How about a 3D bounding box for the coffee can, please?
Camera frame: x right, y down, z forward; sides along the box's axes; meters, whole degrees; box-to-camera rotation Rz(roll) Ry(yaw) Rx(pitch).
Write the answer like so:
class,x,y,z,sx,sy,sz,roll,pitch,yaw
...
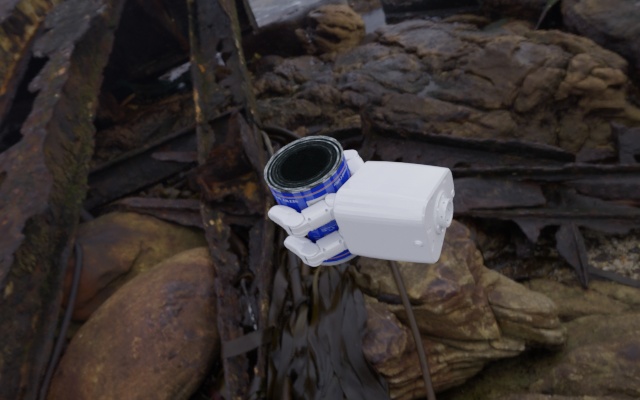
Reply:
class,x,y,z,sx,sy,sz,roll,pitch,yaw
coffee can,0.000,0.002,0.624,0.103,0.102,0.140,0,-44,26
